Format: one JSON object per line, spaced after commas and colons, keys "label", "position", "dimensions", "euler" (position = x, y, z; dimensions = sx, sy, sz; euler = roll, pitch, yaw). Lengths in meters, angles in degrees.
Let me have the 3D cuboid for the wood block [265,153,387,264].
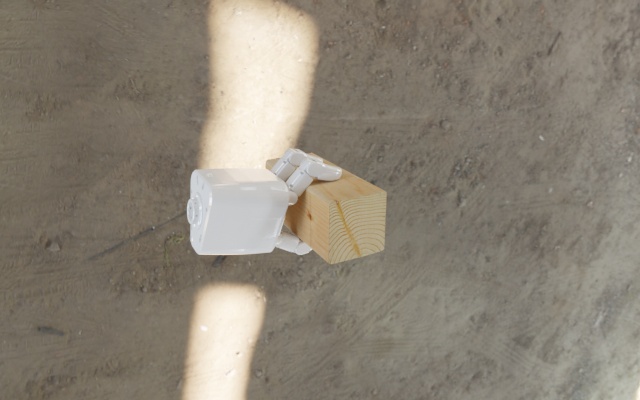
{"label": "wood block", "position": [0.000, 0.003, 0.706], "dimensions": [0.090, 0.091, 0.206], "euler": [-12, 25, -26]}
